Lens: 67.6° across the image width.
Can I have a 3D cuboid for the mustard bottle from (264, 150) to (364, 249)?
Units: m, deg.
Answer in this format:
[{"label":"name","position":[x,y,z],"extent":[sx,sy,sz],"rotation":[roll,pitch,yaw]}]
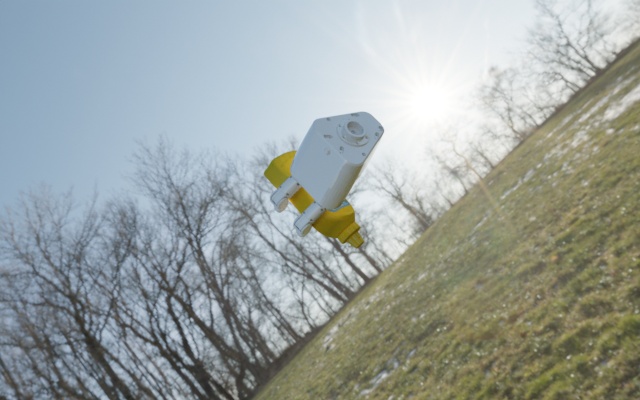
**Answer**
[{"label":"mustard bottle","position":[0.000,0.003,0.778],"extent":[0.058,0.191,0.096],"rotation":[-51,-15,28]}]
